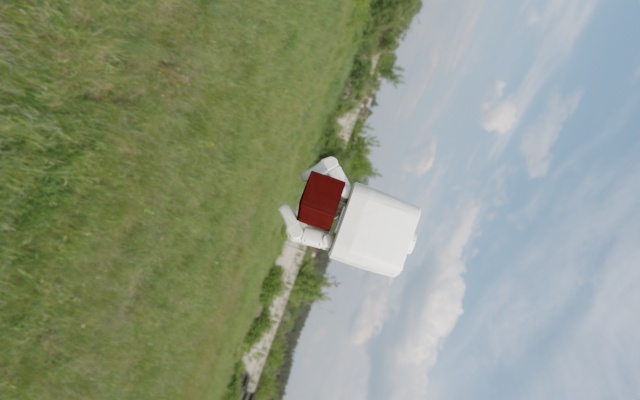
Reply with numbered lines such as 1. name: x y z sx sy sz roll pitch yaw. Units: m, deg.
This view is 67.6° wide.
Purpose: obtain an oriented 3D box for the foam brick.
1. foam brick: 0.000 0.002 0.670 0.051 0.053 0.078 19 -20 2
